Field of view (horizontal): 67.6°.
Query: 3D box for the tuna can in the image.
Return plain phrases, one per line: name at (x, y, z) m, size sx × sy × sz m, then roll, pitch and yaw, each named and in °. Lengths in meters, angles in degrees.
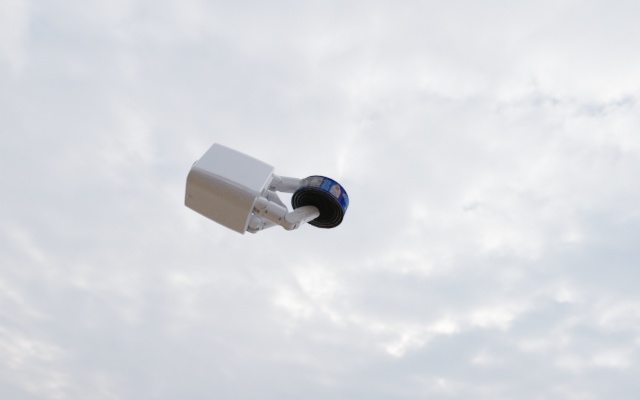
tuna can at (0.000, 0.002, 0.732) m, size 0.086 × 0.086 × 0.033 m, roll 0°, pitch 43°, yaw 28°
